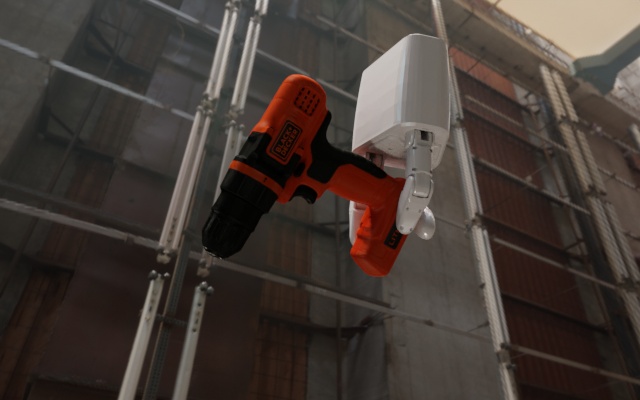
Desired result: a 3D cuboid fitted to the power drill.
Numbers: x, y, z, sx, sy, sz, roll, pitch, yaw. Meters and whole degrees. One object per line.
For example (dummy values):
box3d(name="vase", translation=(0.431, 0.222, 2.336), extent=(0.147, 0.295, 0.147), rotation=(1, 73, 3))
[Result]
box3d(name="power drill", translation=(0.001, 0.001, 0.462), extent=(0.188, 0.184, 0.057), rotation=(33, -9, -26))
